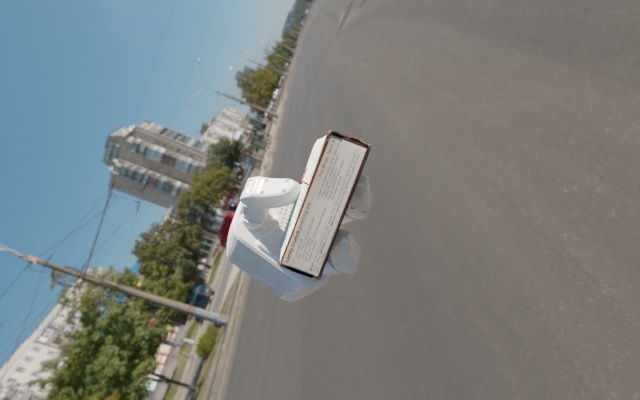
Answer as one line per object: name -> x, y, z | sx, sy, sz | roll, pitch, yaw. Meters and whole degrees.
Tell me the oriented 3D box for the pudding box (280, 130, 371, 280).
pudding box -> 0.000, 0.001, 0.402 | 0.039, 0.113, 0.090 | 19, 3, -7
